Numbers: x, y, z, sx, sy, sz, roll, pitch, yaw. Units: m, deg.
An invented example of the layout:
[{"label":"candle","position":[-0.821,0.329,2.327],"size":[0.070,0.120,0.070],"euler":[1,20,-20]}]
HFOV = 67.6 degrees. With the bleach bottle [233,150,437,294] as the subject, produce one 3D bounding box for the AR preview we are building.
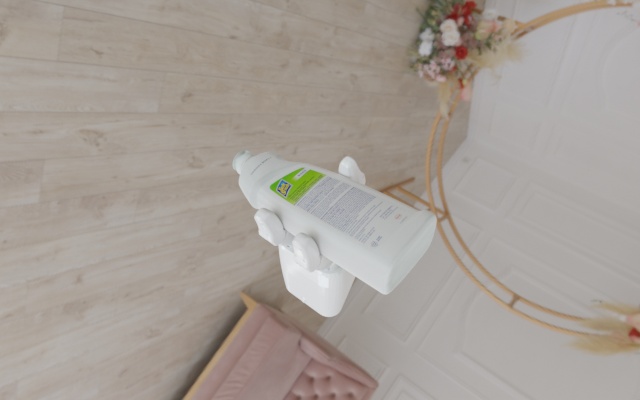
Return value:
[{"label":"bleach bottle","position":[0.000,0.002,0.557],"size":[0.250,0.068,0.102],"euler":[31,55,26]}]
